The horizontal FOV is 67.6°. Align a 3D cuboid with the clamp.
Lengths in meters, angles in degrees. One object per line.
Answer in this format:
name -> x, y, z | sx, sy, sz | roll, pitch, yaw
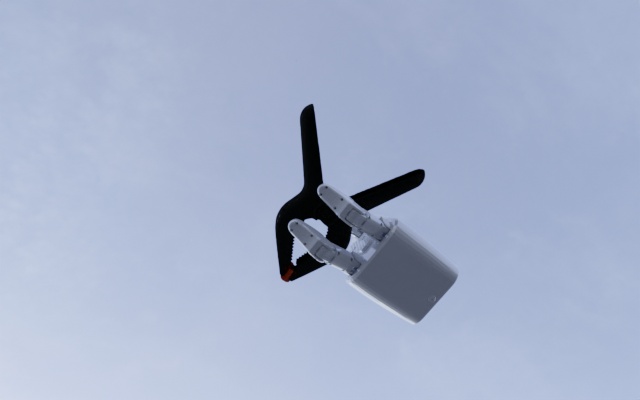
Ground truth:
clamp -> 0.000, 0.002, 0.574 | 0.164, 0.210, 0.036 | 36, 12, -10
